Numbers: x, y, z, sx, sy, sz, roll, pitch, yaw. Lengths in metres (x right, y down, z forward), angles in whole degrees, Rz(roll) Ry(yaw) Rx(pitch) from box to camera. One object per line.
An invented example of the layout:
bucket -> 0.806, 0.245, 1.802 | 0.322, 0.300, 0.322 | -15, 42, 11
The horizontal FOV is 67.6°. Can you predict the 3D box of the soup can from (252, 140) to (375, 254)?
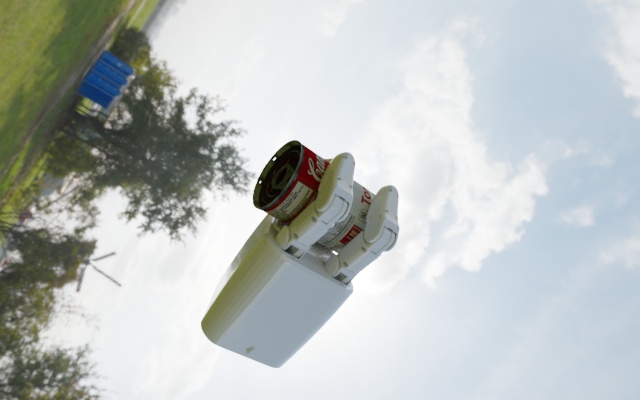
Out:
soup can -> 0.001, 0.001, 0.428 | 0.102, 0.068, 0.068 | 32, -16, -27
